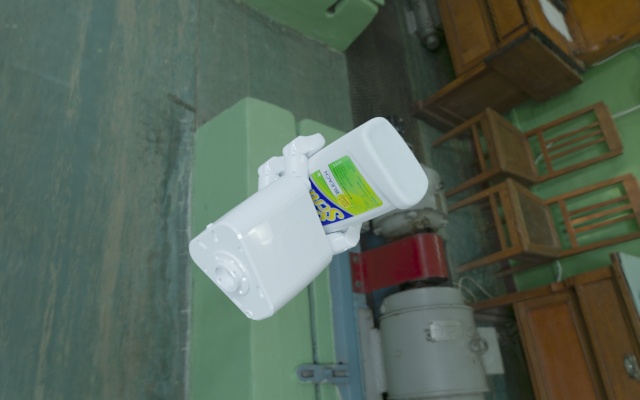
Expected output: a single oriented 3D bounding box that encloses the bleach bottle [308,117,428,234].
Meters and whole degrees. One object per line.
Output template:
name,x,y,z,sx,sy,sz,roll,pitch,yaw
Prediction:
bleach bottle,0.000,0.002,0.576,0.251,0.102,0.068,-30,7,43
